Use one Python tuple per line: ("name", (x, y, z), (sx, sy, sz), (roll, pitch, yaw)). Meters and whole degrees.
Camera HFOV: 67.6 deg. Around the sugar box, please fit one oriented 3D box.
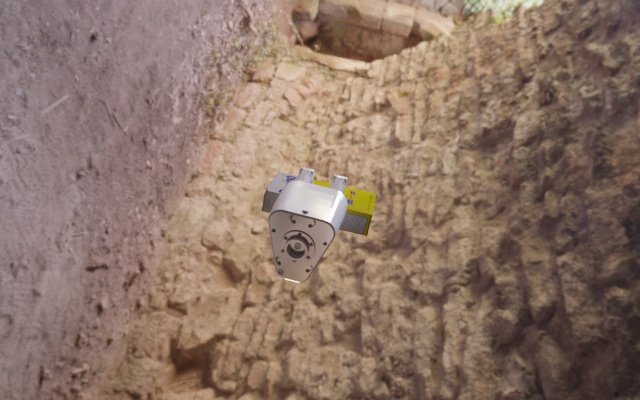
("sugar box", (0.000, 0.002, 0.796), (0.176, 0.048, 0.093), (15, 25, 4))
